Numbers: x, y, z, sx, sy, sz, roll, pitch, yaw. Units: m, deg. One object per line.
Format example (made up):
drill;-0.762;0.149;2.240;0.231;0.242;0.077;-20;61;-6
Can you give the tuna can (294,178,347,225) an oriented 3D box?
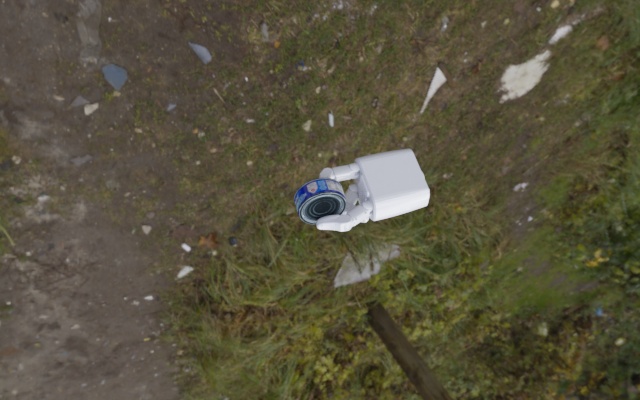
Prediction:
tuna can;0.000;0.003;0.807;0.086;0.033;0.086;-11;-39;-9
